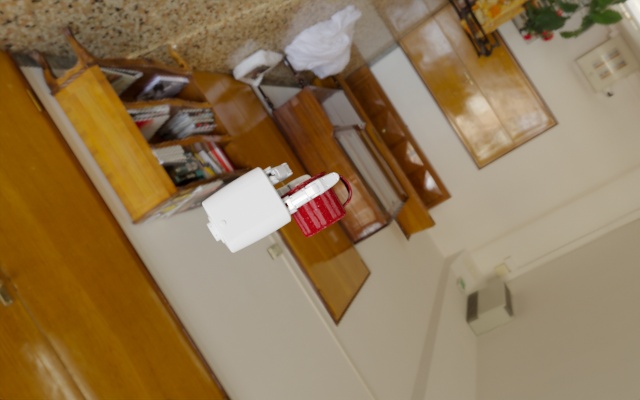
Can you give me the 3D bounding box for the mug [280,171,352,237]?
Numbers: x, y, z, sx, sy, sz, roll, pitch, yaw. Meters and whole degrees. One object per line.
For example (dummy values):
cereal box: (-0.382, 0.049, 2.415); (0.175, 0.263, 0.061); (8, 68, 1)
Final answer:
mug: (0.001, 0.002, 0.804); (0.117, 0.081, 0.093); (-31, -1, -13)
